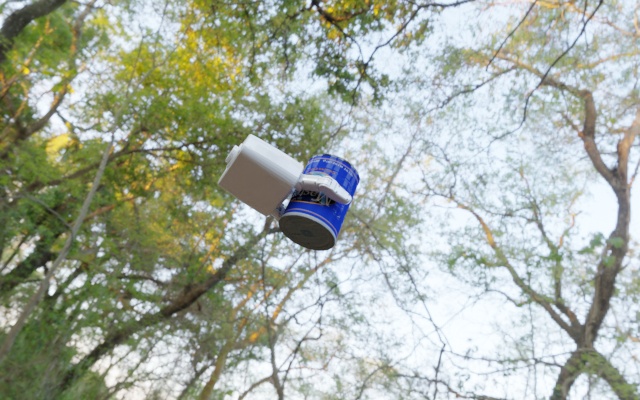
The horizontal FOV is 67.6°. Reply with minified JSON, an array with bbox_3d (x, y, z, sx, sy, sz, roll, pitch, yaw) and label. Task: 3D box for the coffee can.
[{"bbox_3d":[0.000,0.003,0.841,0.103,0.140,0.103,17,-33,11],"label":"coffee can"}]
